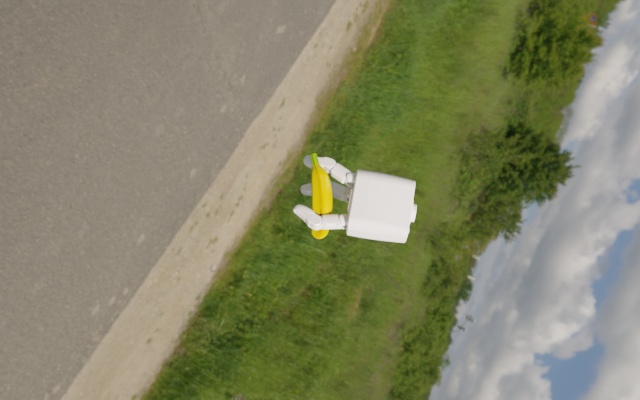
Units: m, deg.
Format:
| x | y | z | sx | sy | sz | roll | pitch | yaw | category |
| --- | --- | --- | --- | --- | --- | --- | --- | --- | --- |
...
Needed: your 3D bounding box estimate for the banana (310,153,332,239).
| x | y | z | sx | sy | sz | roll | pitch | yaw | category |
| --- | --- | --- | --- | --- | --- | --- | --- | --- | --- |
| 0.001 | 0.012 | 0.874 | 0.037 | 0.198 | 0.069 | -2 | 39 | -3 | banana |
